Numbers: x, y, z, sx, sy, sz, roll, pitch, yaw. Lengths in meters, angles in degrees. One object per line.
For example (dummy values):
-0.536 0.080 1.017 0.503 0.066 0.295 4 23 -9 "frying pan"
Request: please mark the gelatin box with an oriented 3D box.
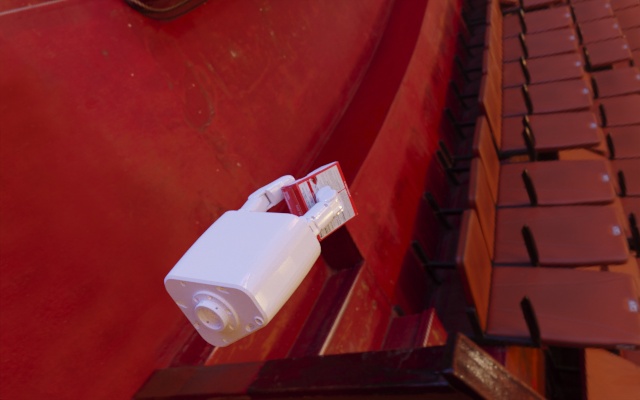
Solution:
0.001 0.002 0.577 0.030 0.073 0.089 -14 11 42 "gelatin box"
